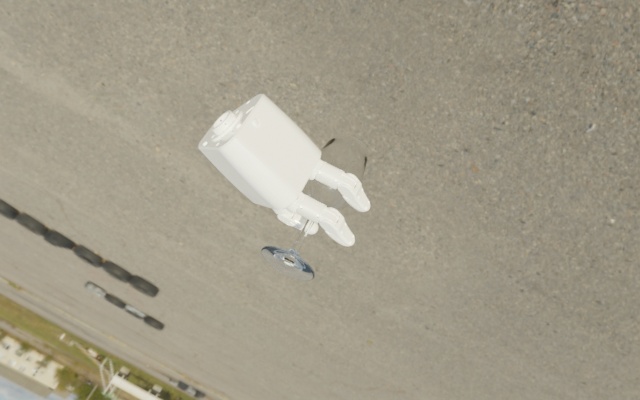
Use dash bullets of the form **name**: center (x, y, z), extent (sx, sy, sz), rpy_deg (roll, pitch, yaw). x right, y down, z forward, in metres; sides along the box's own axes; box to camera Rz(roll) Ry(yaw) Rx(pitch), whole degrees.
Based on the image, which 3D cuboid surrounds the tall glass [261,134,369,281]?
- **tall glass**: center (0.000, 0.003, 0.638), extent (0.079, 0.201, 0.079), rpy_deg (21, -30, 13)
